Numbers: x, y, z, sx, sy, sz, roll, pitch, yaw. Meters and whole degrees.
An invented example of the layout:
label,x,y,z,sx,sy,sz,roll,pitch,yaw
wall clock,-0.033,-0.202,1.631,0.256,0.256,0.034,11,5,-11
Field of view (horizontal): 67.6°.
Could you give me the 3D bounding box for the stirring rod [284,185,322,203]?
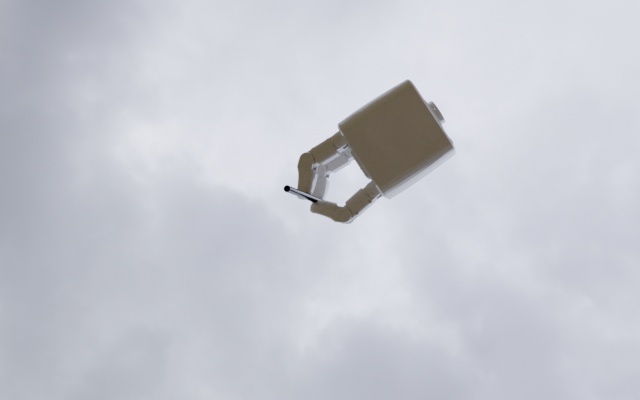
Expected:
label,x,y,z,sx,sy,sz,roll,pitch,yaw
stirring rod,0.000,0.002,0.648,0.011,0.011,0.239,0,-7,18
